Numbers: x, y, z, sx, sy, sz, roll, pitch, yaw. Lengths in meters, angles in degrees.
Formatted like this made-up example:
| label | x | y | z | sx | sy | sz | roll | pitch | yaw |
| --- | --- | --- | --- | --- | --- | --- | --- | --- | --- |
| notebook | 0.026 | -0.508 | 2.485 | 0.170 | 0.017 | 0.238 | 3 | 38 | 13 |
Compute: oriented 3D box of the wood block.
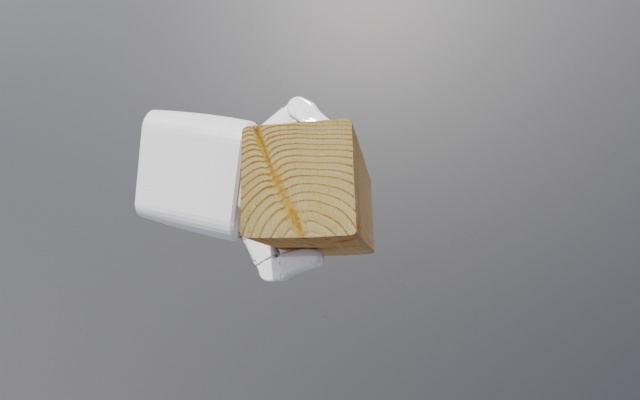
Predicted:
| label | x | y | z | sx | sy | sz | roll | pitch | yaw |
| --- | --- | --- | --- | --- | --- | --- | --- | --- | --- |
| wood block | 0.000 | 0.002 | 0.458 | 0.090 | 0.091 | 0.206 | -3 | -10 | 10 |
